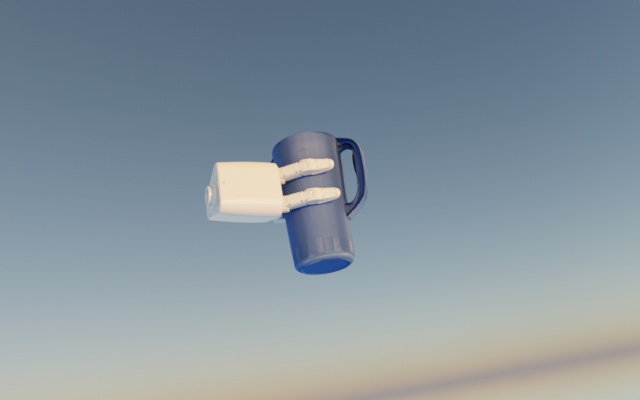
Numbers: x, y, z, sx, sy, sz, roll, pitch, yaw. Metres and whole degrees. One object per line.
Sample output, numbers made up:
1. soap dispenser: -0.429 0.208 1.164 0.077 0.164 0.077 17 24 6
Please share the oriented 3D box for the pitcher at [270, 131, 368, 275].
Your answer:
1. pitcher: 0.000 0.003 0.869 0.145 0.242 0.149 2 -26 -26
